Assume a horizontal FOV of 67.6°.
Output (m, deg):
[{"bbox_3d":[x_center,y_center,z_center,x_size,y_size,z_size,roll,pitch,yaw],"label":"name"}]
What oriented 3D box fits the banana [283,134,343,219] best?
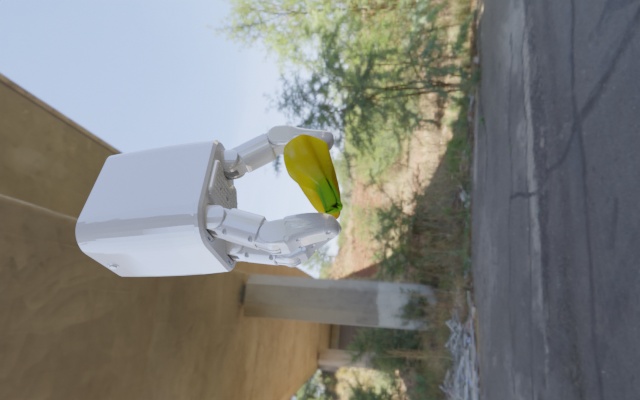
[{"bbox_3d":[-0.004,-0.017,0.404,0.037,0.069,0.198,-13,-4,3],"label":"banana"}]
